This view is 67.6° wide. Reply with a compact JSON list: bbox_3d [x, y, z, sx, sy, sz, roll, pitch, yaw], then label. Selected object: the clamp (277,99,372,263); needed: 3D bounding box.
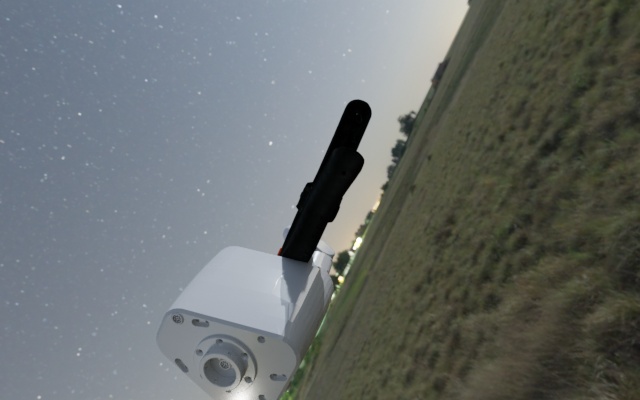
[{"bbox_3d":[-0.001,0.001,0.414,0.039,0.171,0.120,24,23,2],"label":"clamp"}]
